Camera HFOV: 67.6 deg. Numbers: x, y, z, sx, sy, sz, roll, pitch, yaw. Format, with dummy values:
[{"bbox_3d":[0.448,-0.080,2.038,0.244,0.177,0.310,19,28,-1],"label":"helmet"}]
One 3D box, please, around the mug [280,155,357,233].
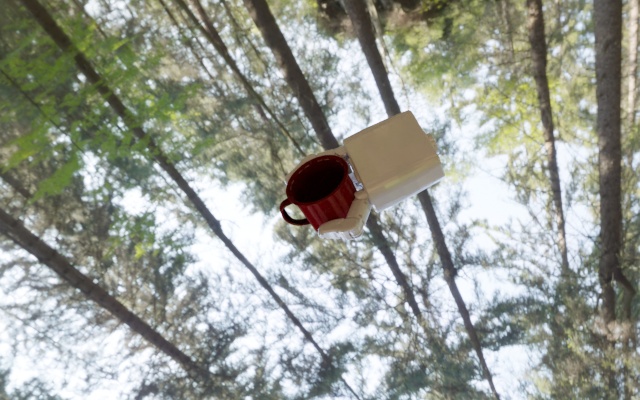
[{"bbox_3d":[-0.001,0.003,0.671,0.117,0.081,0.093,-25,41,8],"label":"mug"}]
